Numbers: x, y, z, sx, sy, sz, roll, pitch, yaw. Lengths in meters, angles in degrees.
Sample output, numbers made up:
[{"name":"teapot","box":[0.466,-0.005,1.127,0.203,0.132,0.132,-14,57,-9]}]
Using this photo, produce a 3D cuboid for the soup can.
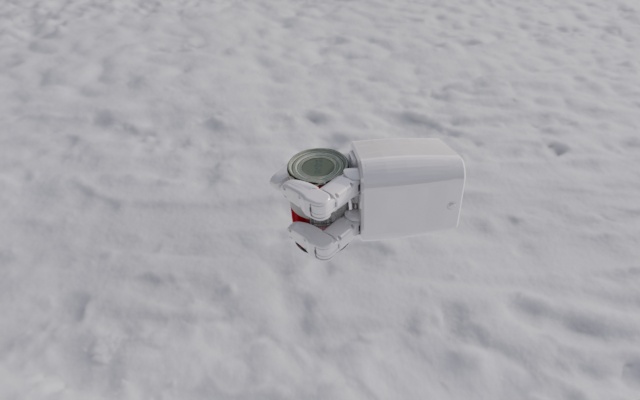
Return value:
[{"name":"soup can","box":[0.000,0.001,0.531,0.068,0.102,0.068,-2,38,2]}]
